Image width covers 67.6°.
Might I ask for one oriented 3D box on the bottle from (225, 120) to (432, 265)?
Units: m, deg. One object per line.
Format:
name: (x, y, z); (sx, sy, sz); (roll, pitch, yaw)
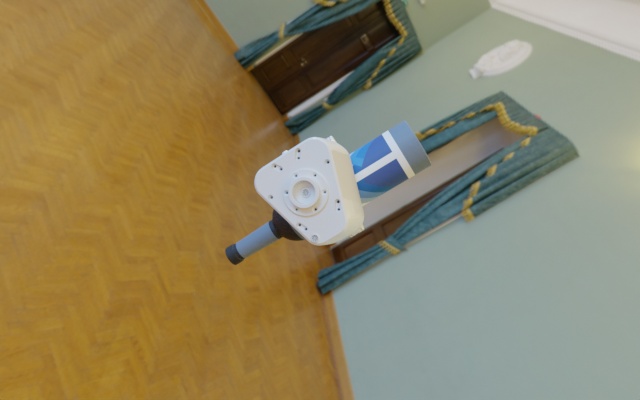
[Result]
bottle: (0.000, 0.002, 0.631); (0.296, 0.069, 0.069); (-31, -7, 11)
